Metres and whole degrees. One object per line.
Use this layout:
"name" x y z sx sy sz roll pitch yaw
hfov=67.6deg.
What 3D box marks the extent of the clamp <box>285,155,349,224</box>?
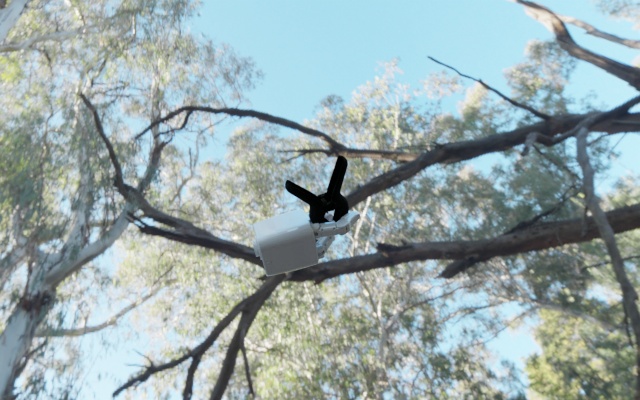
"clamp" 0.000 0.003 0.892 0.120 0.172 0.039 -15 38 -8
